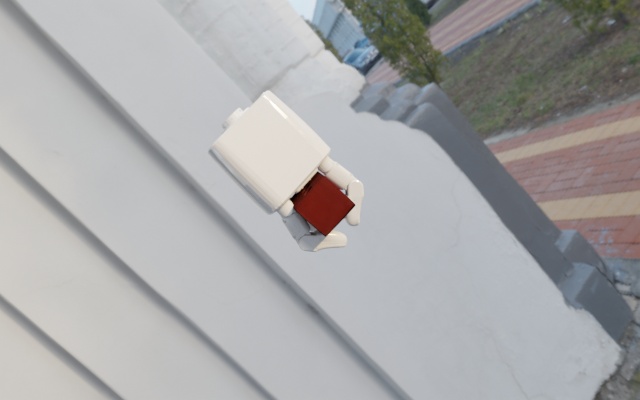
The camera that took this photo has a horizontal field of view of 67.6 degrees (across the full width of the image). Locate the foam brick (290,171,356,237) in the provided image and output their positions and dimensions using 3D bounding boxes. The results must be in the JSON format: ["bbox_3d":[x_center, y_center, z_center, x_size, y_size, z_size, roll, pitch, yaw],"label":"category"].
[{"bbox_3d":[0.000,0.002,0.578,0.051,0.053,0.078,42,0,-11],"label":"foam brick"}]
